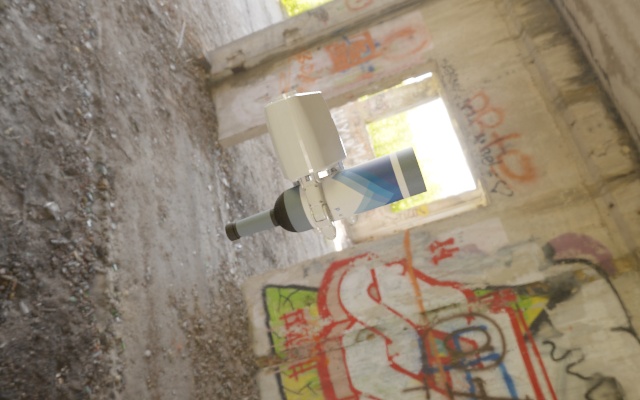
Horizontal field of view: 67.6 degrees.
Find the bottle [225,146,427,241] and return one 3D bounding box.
[{"bbox_3d":[0.000,0.002,0.686,0.296,0.069,0.069,-19,-4,11],"label":"bottle"}]
